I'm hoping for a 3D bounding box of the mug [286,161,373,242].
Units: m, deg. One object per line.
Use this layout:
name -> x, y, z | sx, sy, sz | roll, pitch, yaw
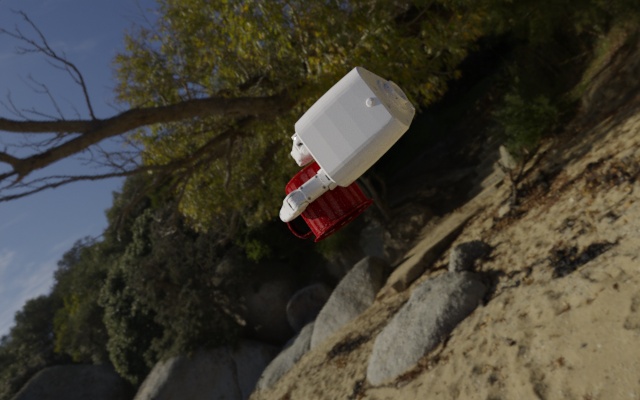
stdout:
mug -> -0.001, 0.003, 0.631 | 0.117, 0.081, 0.093 | -41, -10, 26
